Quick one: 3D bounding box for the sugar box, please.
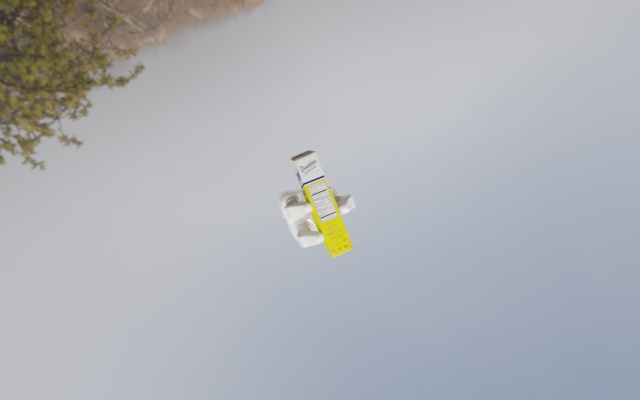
[{"bbox_3d":[0.000,0.003,0.820,0.048,0.176,0.093,-25,10,-5],"label":"sugar box"}]
